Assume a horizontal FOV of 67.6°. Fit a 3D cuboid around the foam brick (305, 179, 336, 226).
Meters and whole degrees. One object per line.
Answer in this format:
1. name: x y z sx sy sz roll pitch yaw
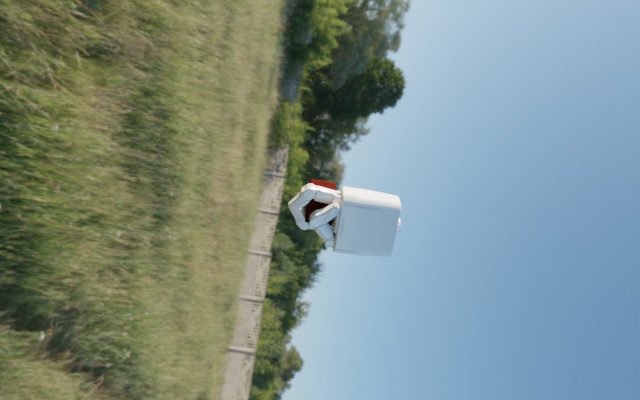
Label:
1. foam brick: 0.000 0.003 0.892 0.051 0.053 0.078 7 31 -3
